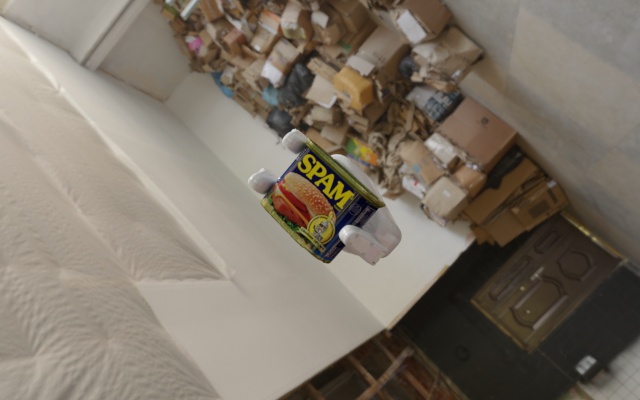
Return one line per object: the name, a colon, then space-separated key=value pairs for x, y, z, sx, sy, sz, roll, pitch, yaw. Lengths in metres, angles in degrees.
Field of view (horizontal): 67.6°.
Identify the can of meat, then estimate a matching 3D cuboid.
can of meat: x=0.000 y=0.002 z=0.489 sx=0.102 sy=0.084 sz=0.057 roll=44 pitch=8 yaw=24
